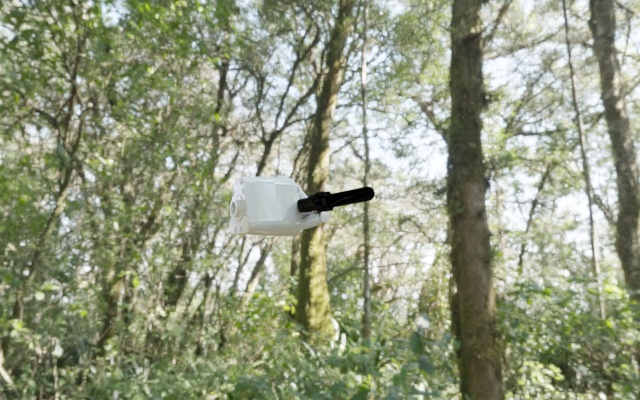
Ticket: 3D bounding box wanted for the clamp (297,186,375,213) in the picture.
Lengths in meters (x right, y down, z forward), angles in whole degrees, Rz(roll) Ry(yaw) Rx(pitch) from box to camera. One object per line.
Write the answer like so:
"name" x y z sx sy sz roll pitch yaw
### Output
"clamp" 0.000 0.002 0.833 0.120 0.039 0.171 -1 -8 -32
